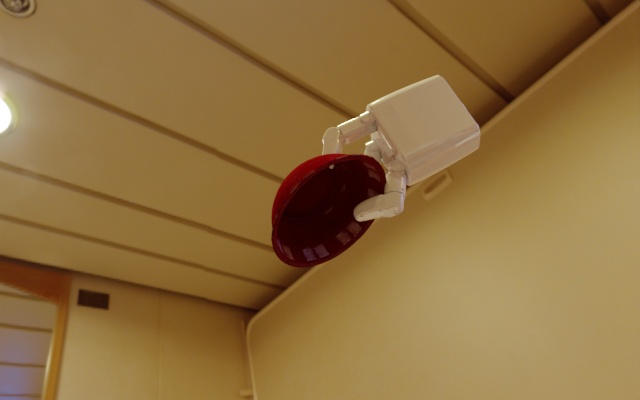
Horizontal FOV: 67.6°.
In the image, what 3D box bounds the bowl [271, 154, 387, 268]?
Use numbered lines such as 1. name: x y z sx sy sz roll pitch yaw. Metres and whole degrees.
1. bowl: -0.001 0.002 0.571 0.162 0.162 0.055 0 34 -43
